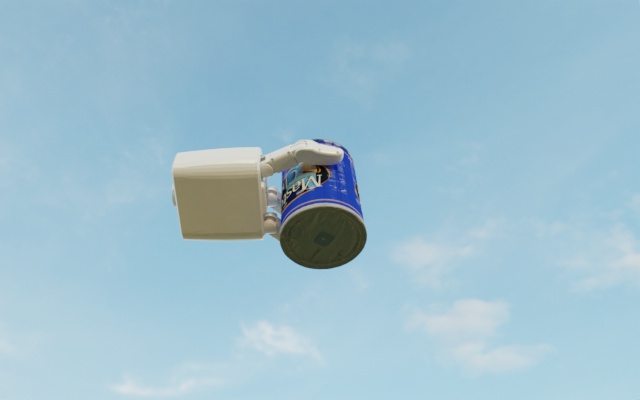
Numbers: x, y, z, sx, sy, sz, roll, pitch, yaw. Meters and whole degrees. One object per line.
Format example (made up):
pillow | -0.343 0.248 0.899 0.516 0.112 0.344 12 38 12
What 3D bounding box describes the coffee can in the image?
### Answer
coffee can | 0.000 0.002 0.609 0.103 0.103 0.140 0 39 -4
